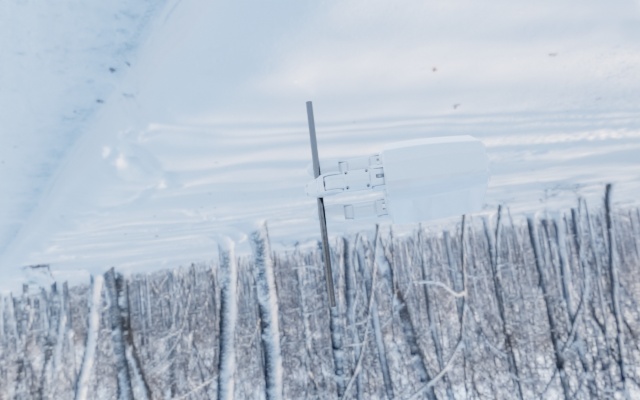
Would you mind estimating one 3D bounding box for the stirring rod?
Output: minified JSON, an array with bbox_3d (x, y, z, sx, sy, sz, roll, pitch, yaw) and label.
[{"bbox_3d":[0.000,0.002,0.554,0.011,0.239,0.011,-7,-6,-1],"label":"stirring rod"}]
